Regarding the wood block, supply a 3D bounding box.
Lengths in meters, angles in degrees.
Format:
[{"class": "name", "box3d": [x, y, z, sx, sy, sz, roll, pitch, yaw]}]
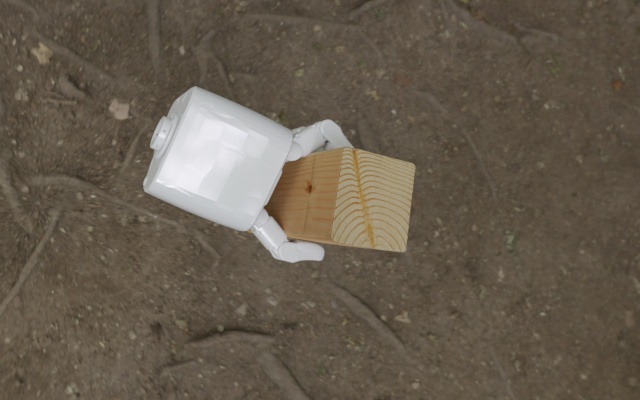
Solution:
[{"class": "wood block", "box3d": [0.000, 0.002, 0.538, 0.090, 0.091, 0.206, 11, -6, -30]}]
